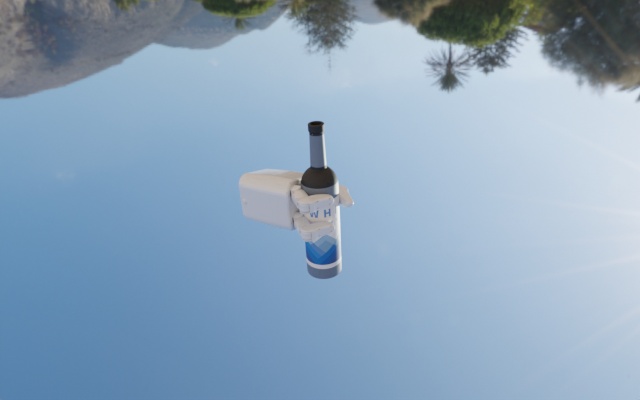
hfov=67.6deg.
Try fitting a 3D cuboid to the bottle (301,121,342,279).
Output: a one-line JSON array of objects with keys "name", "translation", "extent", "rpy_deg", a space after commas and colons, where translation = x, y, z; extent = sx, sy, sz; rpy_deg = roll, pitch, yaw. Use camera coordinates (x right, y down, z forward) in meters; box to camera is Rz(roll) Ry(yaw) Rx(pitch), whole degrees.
[{"name": "bottle", "translation": [0.000, 0.003, 0.851], "extent": [0.069, 0.296, 0.069], "rpy_deg": [-3, 29, 1]}]
